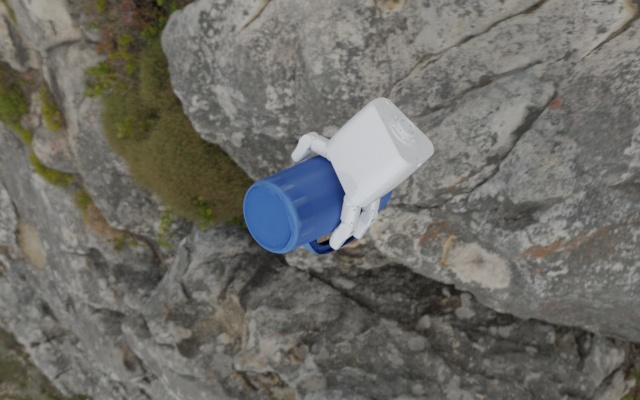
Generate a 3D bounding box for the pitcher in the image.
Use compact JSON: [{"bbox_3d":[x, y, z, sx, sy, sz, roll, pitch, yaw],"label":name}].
[{"bbox_3d":[0.000,0.002,0.753,0.242,0.149,0.145,-25,-12,-47],"label":"pitcher"}]
